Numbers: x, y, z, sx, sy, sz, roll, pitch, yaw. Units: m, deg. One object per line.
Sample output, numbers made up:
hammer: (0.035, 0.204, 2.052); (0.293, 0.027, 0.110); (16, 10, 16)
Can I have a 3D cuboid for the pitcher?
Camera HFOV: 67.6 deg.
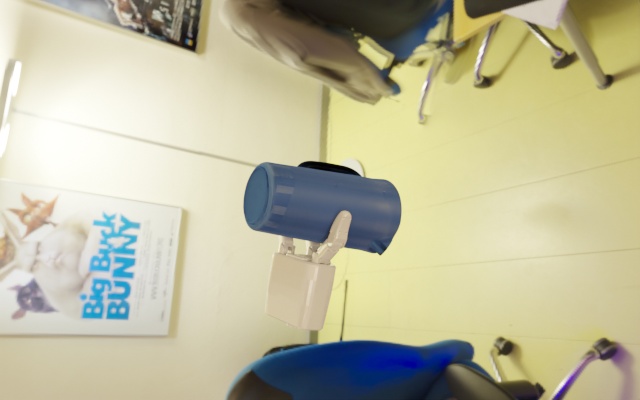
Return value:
pitcher: (0.000, 0.003, 0.793); (0.243, 0.145, 0.149); (10, 1, -30)
